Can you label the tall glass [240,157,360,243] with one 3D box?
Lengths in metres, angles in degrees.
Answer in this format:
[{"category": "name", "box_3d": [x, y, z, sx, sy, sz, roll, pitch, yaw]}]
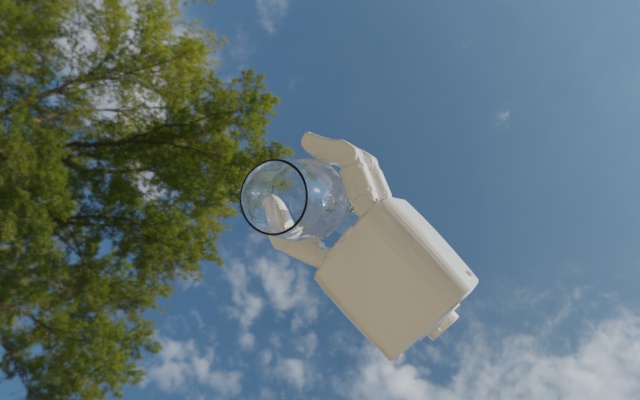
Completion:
[{"category": "tall glass", "box_3d": [0.000, 0.002, 0.472, 0.079, 0.079, 0.201, 0, -3, 23]}]
